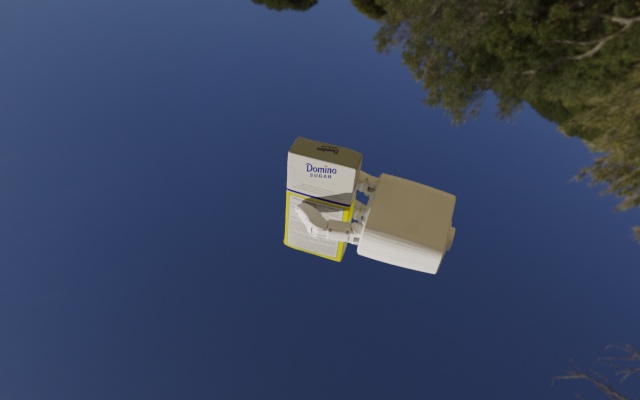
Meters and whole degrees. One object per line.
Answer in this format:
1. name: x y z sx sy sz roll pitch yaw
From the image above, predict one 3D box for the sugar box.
1. sugar box: 0.000 0.002 0.667 0.093 0.176 0.048 16 40 9
